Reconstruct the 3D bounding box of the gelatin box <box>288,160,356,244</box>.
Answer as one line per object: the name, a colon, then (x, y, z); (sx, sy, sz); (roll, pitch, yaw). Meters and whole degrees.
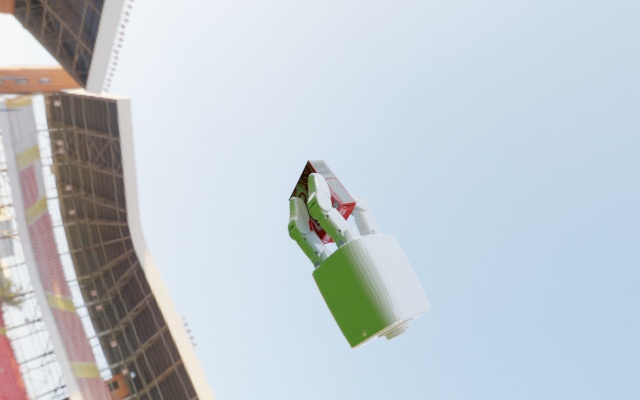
gelatin box: (0.000, 0.002, 0.624); (0.030, 0.073, 0.089); (-6, 48, -38)
